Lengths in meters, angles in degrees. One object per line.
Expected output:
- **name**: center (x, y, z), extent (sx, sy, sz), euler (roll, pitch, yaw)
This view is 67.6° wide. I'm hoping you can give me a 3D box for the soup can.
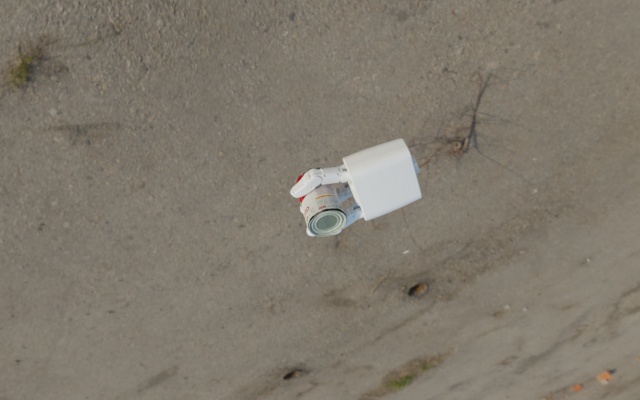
- **soup can**: center (0.000, 0.003, 0.810), extent (0.068, 0.102, 0.069), euler (-10, -42, -9)
